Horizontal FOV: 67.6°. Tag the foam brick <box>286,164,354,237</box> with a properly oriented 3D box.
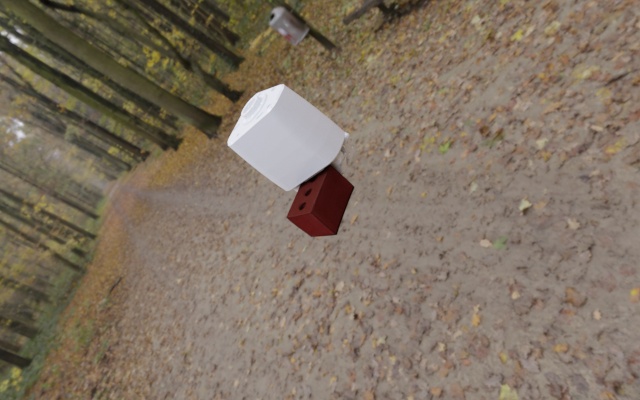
[{"bbox_3d":[0.000,0.002,0.632,0.053,0.078,0.051,-12,-42,47],"label":"foam brick"}]
